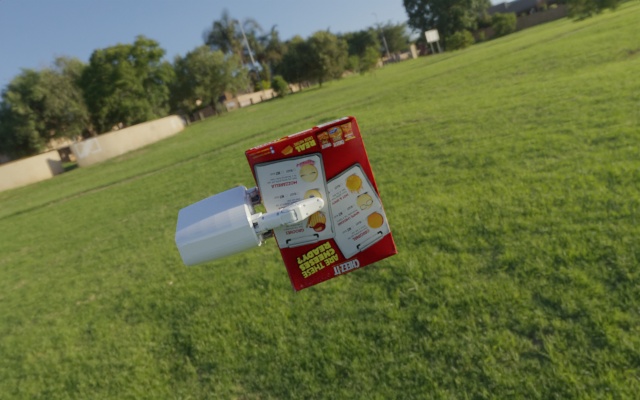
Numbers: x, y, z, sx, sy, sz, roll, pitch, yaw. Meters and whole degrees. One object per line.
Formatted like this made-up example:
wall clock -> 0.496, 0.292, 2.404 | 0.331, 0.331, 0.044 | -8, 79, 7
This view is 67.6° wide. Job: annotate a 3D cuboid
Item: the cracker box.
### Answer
cracker box -> 0.000, 0.002, 0.706 | 0.164, 0.214, 0.072 | -20, 11, -5
